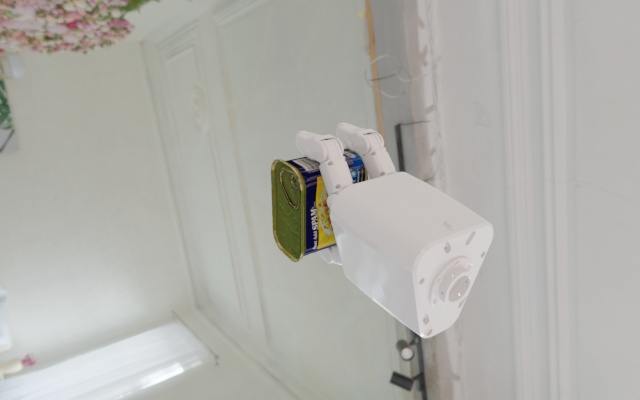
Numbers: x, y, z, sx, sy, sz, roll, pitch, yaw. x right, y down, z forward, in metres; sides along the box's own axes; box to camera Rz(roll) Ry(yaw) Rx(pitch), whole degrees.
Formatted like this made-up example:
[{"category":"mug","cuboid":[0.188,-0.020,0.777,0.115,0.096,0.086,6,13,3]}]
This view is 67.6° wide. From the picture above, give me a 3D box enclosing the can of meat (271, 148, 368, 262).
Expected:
[{"category":"can of meat","cuboid":[0.000,0.002,0.489,0.084,0.102,0.057,-15,30,-30]}]
